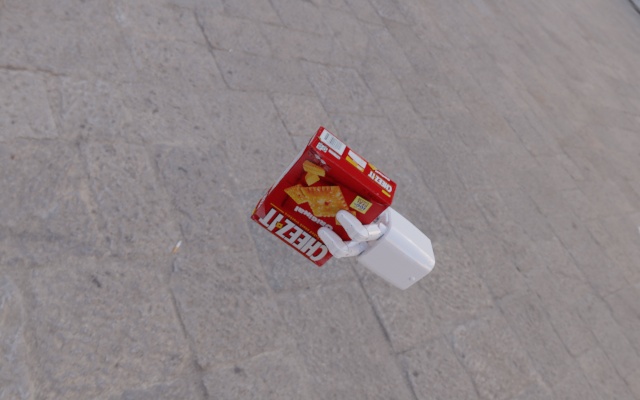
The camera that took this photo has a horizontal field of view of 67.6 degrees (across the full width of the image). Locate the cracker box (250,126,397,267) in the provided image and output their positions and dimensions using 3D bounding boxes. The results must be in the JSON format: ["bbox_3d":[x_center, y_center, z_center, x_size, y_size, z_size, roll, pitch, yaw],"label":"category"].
[{"bbox_3d":[0.000,0.003,0.830,0.214,0.164,0.072,-46,11,38],"label":"cracker box"}]
